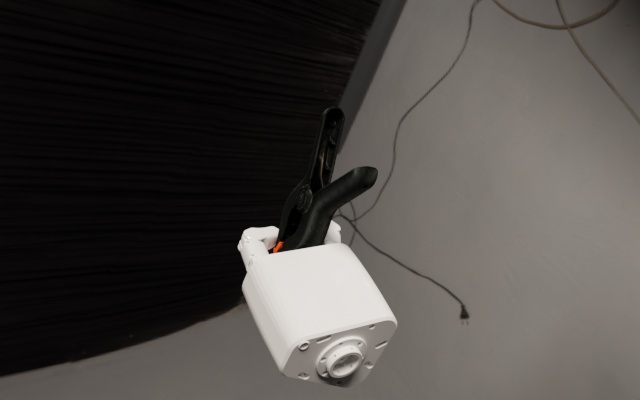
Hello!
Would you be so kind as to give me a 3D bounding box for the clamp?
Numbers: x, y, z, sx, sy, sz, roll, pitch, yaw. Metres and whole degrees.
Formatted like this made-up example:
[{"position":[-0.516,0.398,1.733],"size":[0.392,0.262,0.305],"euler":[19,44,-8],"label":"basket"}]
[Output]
[{"position":[-0.001,0.002,0.484],"size":[0.039,0.171,0.120],"euler":[13,25,-21],"label":"clamp"}]
